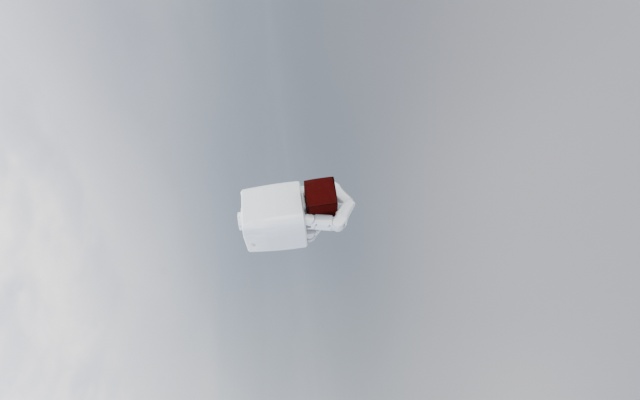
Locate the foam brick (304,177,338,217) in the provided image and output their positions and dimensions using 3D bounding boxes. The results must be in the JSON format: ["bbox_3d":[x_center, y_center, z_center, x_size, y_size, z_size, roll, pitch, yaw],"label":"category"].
[{"bbox_3d":[0.000,0.002,0.819,0.051,0.053,0.078,-7,-28,-4],"label":"foam brick"}]
